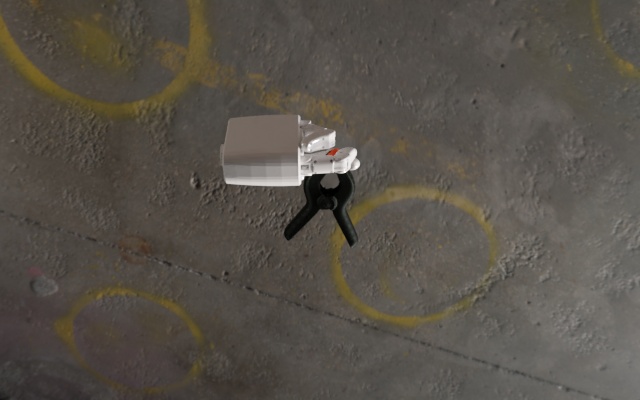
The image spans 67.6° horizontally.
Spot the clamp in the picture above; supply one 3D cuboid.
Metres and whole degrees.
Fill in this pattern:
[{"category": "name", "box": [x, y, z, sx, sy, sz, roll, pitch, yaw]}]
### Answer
[{"category": "clamp", "box": [0.000, 0.003, 0.744, 0.120, 0.171, 0.039, -4, 28, -4]}]
